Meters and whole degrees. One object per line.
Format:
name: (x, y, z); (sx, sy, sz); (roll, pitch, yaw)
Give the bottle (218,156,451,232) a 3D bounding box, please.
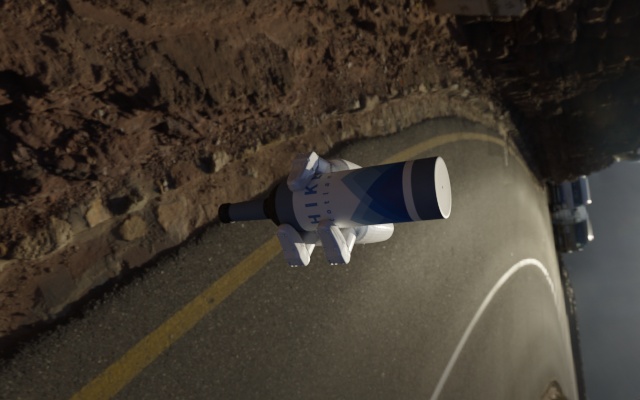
bottle: (0.000, 0.002, 0.571); (0.296, 0.069, 0.069); (-7, -3, 28)
